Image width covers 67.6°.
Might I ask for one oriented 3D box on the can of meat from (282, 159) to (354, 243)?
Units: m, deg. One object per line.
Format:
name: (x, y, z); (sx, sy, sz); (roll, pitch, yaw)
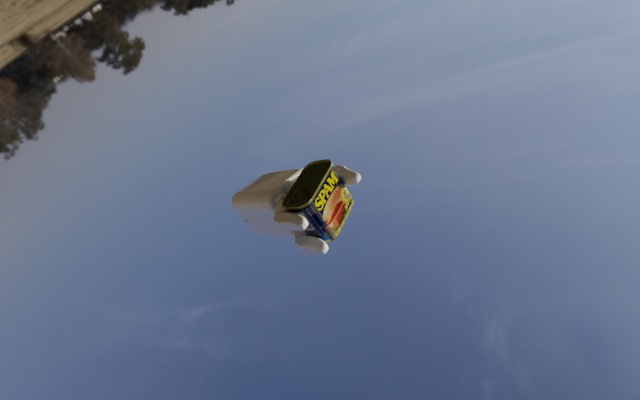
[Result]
can of meat: (0.000, 0.003, 0.731); (0.057, 0.102, 0.084); (-5, -47, 39)
